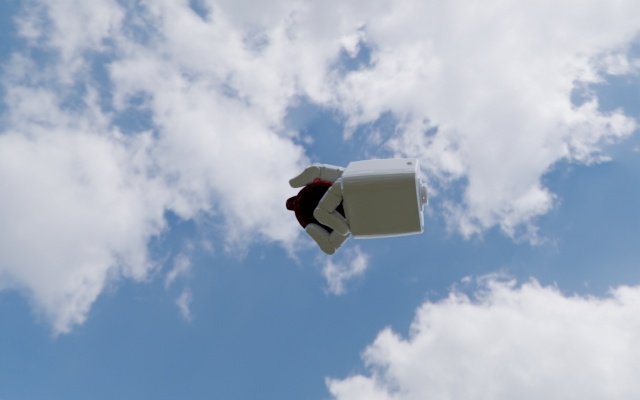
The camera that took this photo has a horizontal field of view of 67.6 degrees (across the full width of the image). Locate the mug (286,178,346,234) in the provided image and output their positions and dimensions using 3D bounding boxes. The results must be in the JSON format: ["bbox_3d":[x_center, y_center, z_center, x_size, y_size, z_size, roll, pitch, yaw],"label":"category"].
[{"bbox_3d":[-0.001,0.003,0.793,0.117,0.093,0.081,-4,19,16],"label":"mug"}]
